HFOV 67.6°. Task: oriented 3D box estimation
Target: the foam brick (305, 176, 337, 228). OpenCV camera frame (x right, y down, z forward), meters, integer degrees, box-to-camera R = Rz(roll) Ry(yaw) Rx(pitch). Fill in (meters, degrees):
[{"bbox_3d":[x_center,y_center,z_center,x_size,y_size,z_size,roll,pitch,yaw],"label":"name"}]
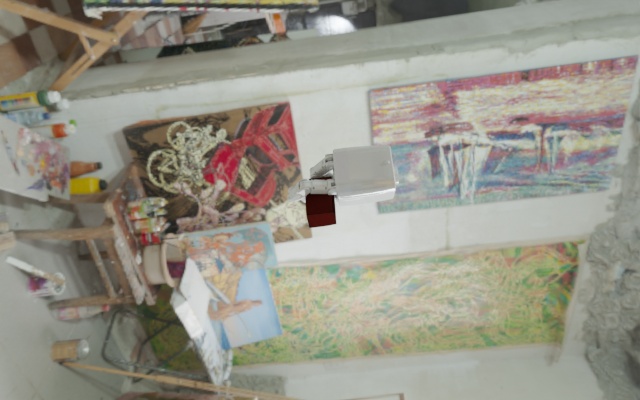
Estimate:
[{"bbox_3d":[0.000,0.003,0.877,0.051,0.078,0.053,-5,-29,4],"label":"foam brick"}]
